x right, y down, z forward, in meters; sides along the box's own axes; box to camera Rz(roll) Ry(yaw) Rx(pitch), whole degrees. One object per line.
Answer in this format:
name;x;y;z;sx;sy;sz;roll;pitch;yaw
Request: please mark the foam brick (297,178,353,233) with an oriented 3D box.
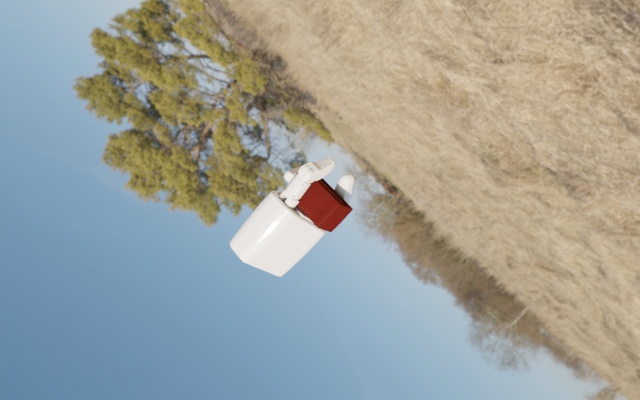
foam brick;0.000;0.002;0.718;0.078;0.051;0.053;46;8;24
